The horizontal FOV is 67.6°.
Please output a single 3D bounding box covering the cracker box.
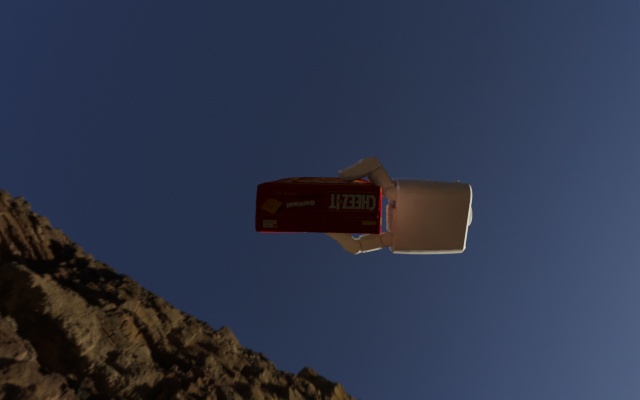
[{"bbox_3d":[0.000,0.003,0.716,0.164,0.072,0.213,1,4,1],"label":"cracker box"}]
